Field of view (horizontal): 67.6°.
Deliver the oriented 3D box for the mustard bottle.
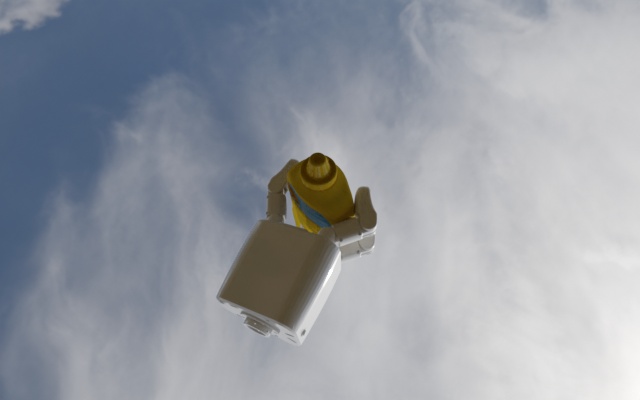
[{"bbox_3d":[0.000,0.002,0.584,0.058,0.096,0.192,-37,-24,-16],"label":"mustard bottle"}]
